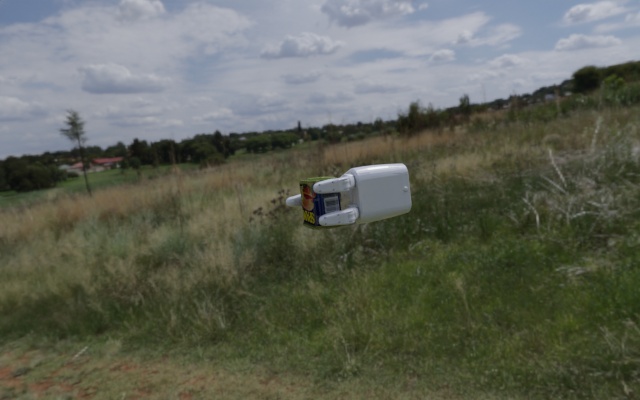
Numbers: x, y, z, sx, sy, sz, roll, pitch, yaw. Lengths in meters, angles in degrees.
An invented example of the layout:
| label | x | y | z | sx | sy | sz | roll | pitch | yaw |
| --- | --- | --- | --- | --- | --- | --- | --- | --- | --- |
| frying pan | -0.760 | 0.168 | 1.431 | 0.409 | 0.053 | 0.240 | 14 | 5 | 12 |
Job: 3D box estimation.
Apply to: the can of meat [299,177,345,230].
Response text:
| label | x | y | z | sx | sy | sz | roll | pitch | yaw |
| --- | --- | --- | --- | --- | --- | --- | --- | --- | --- |
| can of meat | 0.000 | 0.002 | 0.842 | 0.057 | 0.084 | 0.102 | -9 | 6 | -17 |
